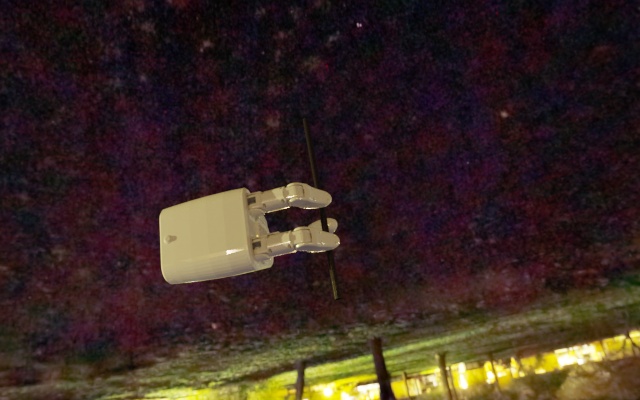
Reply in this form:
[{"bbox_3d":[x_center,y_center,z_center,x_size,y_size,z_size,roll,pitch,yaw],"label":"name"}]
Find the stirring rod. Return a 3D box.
[{"bbox_3d":[0.000,0.002,0.583,0.011,0.239,0.011,-9,-23,-4],"label":"stirring rod"}]
